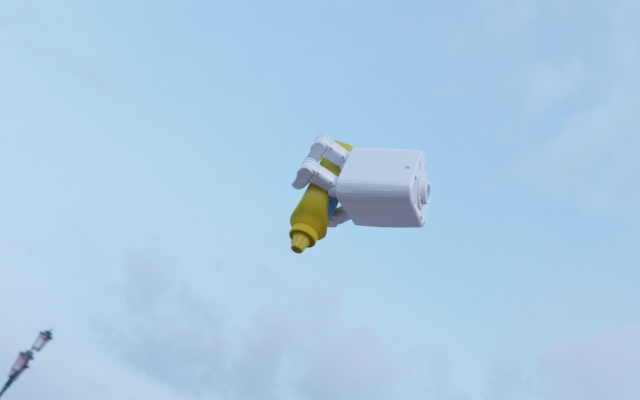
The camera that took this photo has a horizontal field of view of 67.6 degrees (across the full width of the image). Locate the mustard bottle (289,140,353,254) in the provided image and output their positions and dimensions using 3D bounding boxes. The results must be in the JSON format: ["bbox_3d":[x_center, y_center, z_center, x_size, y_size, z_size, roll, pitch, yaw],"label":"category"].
[{"bbox_3d":[0.000,0.002,0.721,0.058,0.191,0.096,20,-39,7],"label":"mustard bottle"}]
